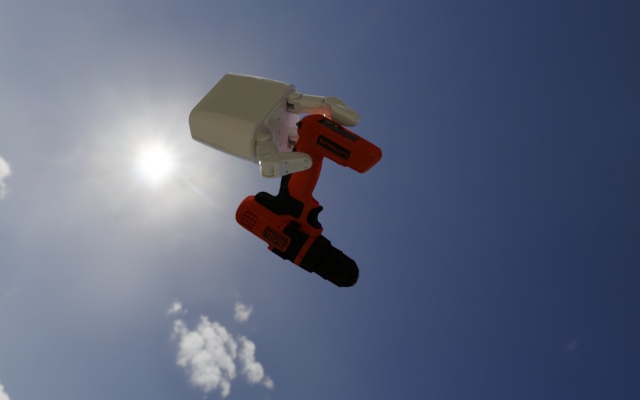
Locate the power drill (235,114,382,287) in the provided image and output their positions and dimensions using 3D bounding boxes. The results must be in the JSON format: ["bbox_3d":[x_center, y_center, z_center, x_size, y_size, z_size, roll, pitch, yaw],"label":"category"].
[{"bbox_3d":[0.000,0.001,0.602,0.184,0.188,0.057,31,22,5],"label":"power drill"}]
